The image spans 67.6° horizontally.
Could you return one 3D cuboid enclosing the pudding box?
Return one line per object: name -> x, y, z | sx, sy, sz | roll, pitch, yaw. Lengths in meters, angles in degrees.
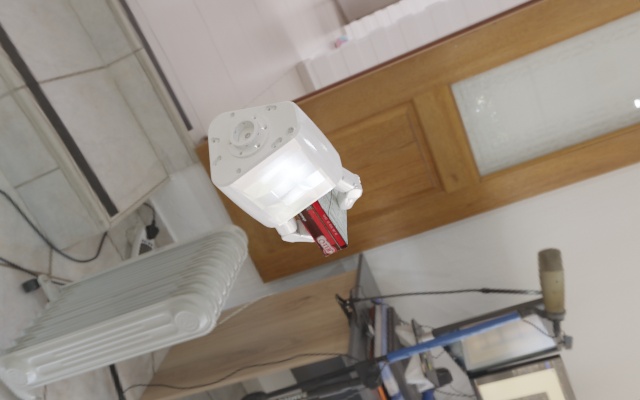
pudding box -> 0.000, 0.002, 0.615 | 0.039, 0.090, 0.113 | -22, 31, 17
